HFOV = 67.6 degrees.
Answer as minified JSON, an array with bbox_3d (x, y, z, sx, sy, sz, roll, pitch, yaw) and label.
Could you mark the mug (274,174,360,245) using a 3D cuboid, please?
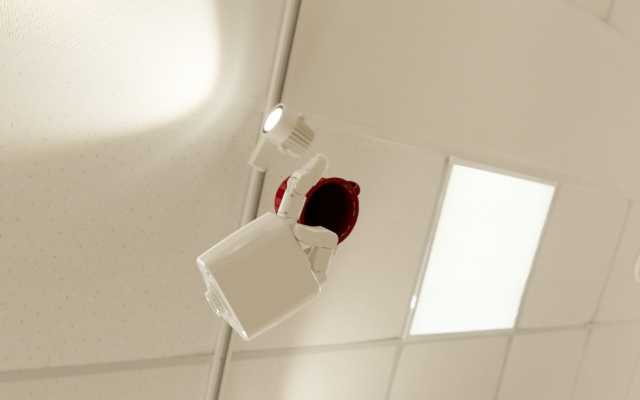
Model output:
[{"bbox_3d":[0.001,0.001,0.645,0.117,0.093,0.081,-32,29,-25],"label":"mug"}]
